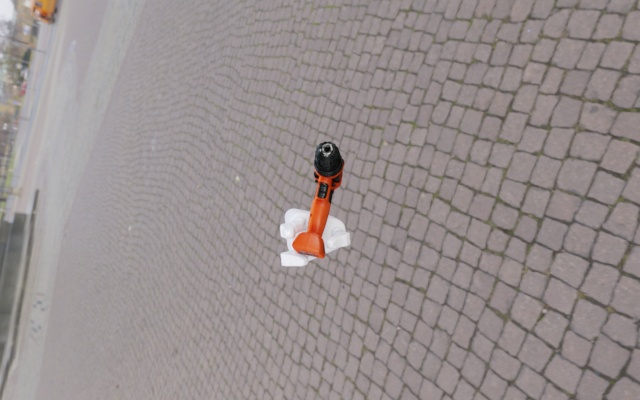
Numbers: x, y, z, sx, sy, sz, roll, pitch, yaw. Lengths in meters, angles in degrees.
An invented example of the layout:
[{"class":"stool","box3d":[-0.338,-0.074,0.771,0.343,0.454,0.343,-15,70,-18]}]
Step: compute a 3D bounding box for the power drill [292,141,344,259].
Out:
[{"class":"power drill","box3d":[0.000,0.003,0.848,0.057,0.187,0.184,14,-13,8]}]
